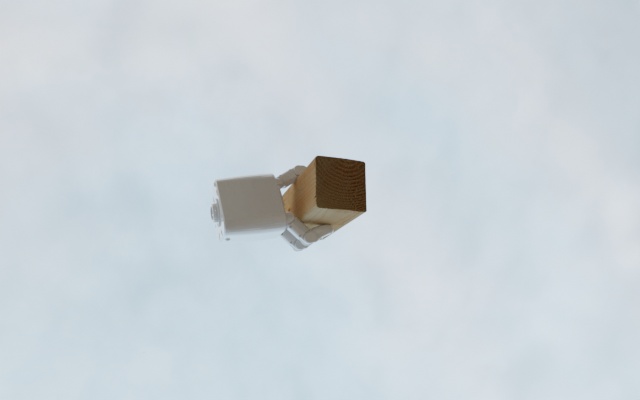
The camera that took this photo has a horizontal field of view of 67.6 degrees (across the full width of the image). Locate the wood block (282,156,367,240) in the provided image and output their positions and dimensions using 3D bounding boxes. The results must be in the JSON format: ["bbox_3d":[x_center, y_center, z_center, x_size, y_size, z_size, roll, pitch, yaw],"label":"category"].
[{"bbox_3d":[0.000,0.003,0.857,0.090,0.090,0.206,6,-18,-19],"label":"wood block"}]
